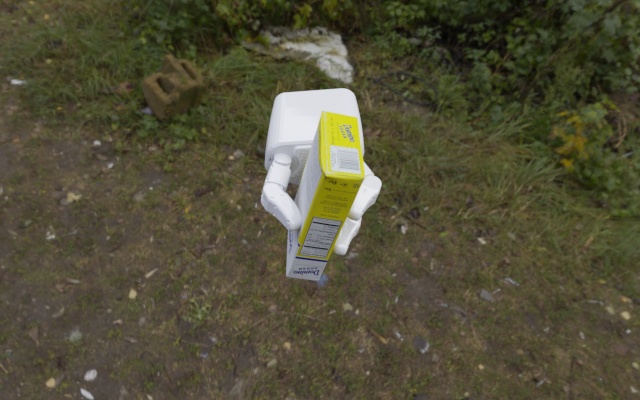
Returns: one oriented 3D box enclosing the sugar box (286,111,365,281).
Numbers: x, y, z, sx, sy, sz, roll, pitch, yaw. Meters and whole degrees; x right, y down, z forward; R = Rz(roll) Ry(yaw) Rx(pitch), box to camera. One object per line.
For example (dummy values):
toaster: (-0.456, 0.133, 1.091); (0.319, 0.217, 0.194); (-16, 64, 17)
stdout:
sugar box: (0.001, 0.002, 0.521); (0.048, 0.093, 0.176); (7, -42, -9)
